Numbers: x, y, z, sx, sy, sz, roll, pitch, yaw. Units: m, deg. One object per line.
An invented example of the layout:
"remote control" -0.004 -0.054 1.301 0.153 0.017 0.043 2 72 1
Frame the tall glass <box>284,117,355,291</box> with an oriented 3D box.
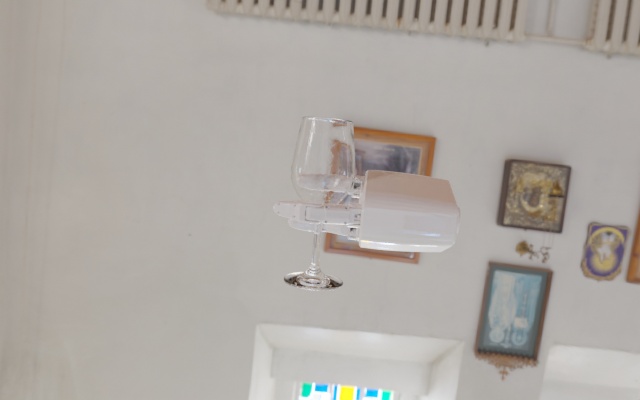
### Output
"tall glass" 0.000 0.003 0.582 0.079 0.201 0.079 5 6 -1
